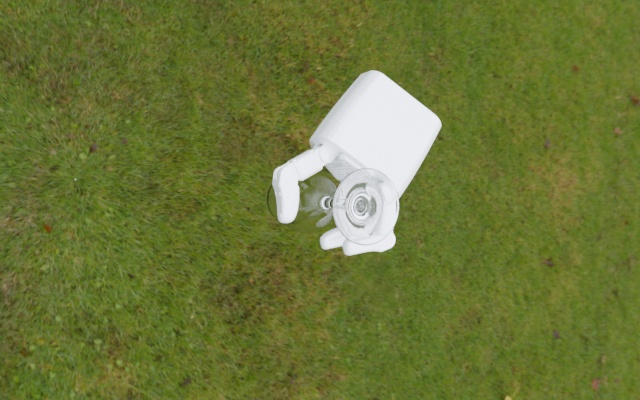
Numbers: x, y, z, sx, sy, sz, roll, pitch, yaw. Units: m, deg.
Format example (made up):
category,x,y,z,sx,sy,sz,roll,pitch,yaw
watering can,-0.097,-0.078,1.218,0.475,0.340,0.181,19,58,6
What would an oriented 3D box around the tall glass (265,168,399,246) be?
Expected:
category,x,y,z,sx,sy,sz,roll,pitch,yaw
tall glass,0.000,0.002,0.542,0.079,0.079,0.201,0,2,-27
